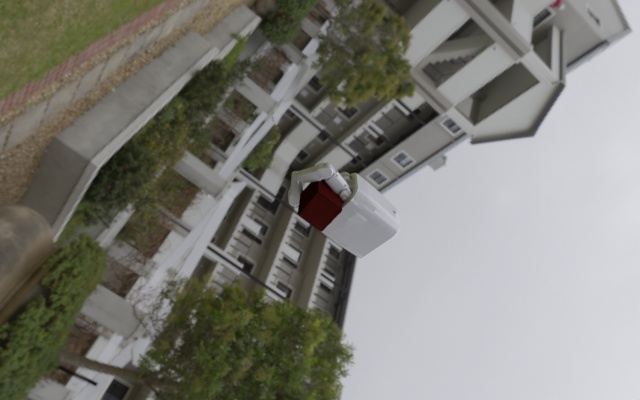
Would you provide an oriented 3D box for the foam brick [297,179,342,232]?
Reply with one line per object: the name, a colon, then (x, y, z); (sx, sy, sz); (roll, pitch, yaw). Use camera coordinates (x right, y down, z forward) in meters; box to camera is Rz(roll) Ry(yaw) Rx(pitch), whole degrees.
foam brick: (0.000, 0.003, 0.774); (0.051, 0.053, 0.078); (38, 21, -15)
